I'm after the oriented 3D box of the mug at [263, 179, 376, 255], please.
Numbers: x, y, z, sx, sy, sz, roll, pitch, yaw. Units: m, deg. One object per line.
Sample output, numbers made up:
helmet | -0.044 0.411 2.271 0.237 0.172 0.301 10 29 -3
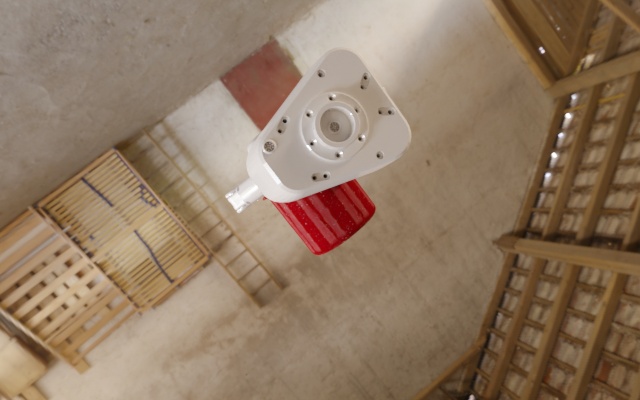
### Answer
mug | 0.000 0.002 0.502 0.093 0.081 0.117 -39 5 -8
